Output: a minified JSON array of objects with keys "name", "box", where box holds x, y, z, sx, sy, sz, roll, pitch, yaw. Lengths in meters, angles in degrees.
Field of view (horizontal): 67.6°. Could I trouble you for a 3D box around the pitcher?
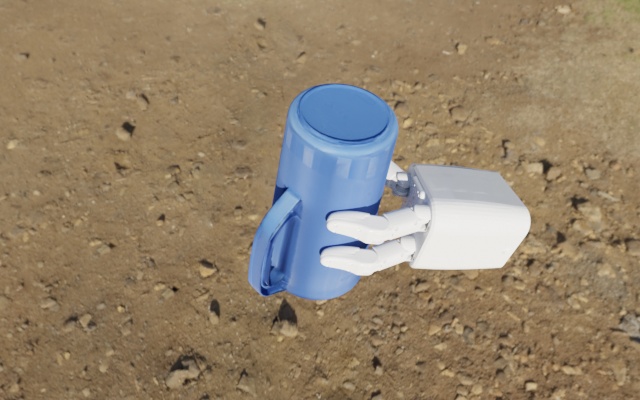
[{"name":"pitcher","box":[0.000,0.002,0.533,0.145,0.149,0.243,5,-42,-5]}]
